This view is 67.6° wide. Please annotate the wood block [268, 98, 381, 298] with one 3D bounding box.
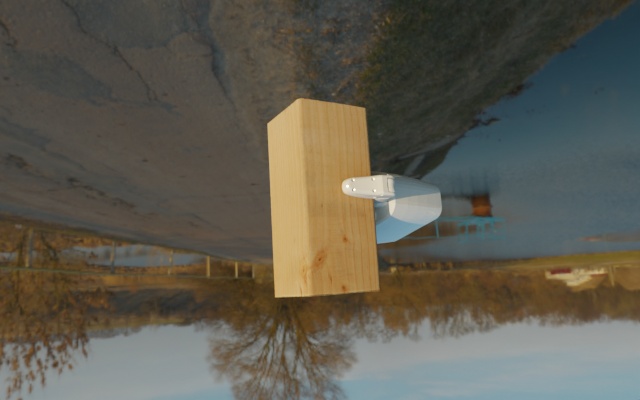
[{"bbox_3d":[0.001,0.002,0.542,0.090,0.206,0.091,2,-11,-30],"label":"wood block"}]
